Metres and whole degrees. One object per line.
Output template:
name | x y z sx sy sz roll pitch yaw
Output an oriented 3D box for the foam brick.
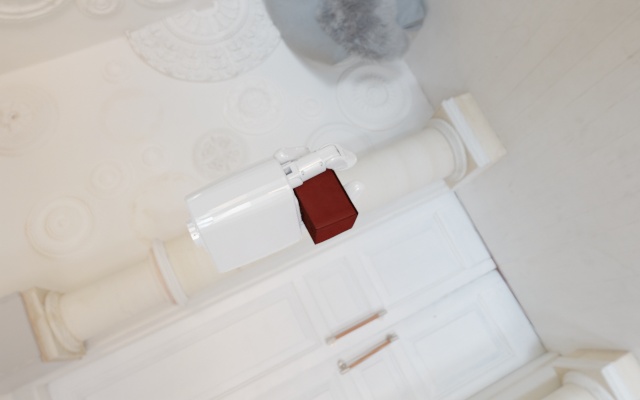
foam brick | 0.000 0.002 0.543 0.051 0.078 0.053 -24 -20 -14
